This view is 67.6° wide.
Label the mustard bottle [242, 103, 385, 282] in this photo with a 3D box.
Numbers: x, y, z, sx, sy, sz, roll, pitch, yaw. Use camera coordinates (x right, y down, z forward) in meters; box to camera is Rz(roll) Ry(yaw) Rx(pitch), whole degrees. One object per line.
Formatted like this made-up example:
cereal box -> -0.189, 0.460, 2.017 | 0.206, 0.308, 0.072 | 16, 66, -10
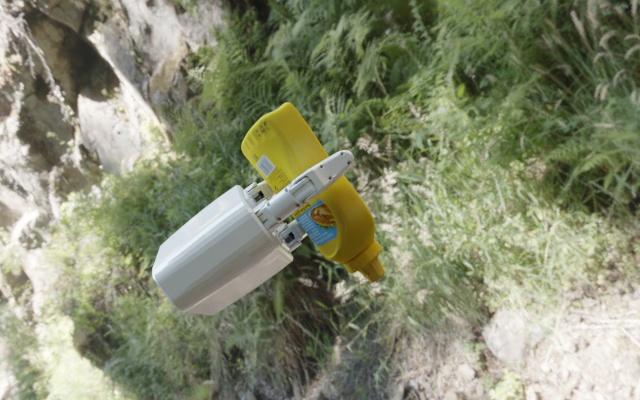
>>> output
mustard bottle -> 0.000, 0.001, 0.479 | 0.058, 0.191, 0.096 | -37, 0, -27
